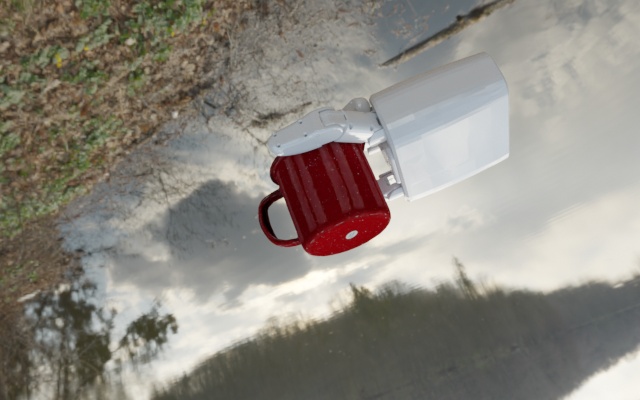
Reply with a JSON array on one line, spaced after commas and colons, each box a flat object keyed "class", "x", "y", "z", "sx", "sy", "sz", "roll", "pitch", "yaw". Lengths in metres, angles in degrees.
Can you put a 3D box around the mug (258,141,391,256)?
[{"class": "mug", "x": -0.001, "y": 0.002, "z": 0.422, "sx": 0.117, "sy": 0.081, "sz": 0.093, "roll": -24, "pitch": -24, "yaw": 5}]
